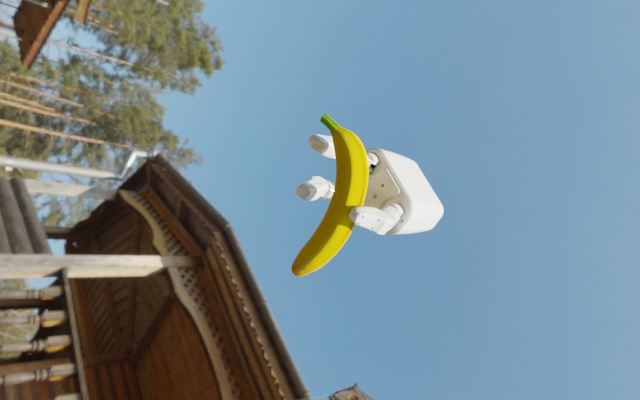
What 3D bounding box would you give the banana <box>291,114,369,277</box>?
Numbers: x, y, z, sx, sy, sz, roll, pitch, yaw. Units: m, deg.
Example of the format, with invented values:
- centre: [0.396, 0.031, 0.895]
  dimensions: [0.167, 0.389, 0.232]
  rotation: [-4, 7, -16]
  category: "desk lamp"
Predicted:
- centre: [0.017, 0.003, 0.560]
  dimensions: [0.069, 0.198, 0.037]
  rotation: [16, 9, 28]
  category: "banana"
